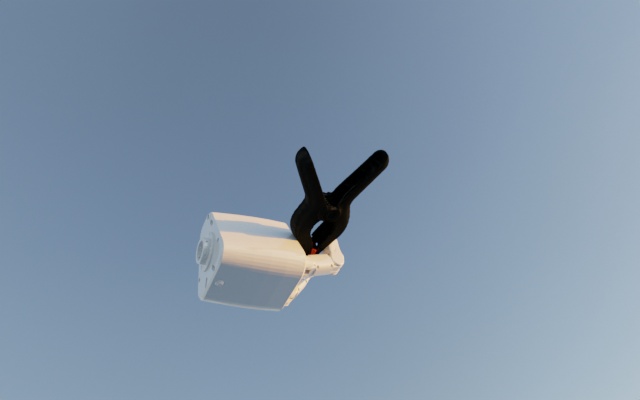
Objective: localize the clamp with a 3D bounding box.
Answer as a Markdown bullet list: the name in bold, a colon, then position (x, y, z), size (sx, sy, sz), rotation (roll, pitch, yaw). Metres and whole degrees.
- **clamp**: position (0.000, 0.002, 0.585), size (0.120, 0.171, 0.039), rotation (11, 32, -29)
